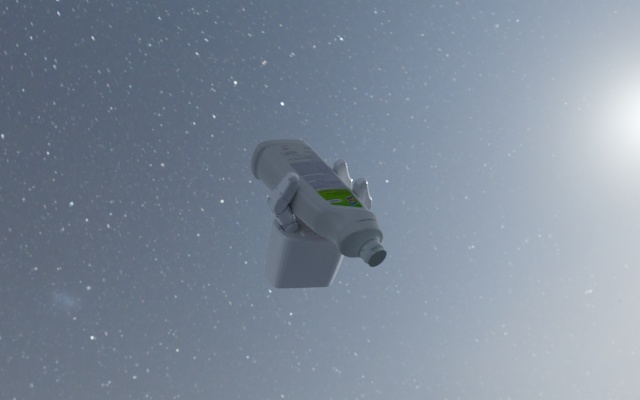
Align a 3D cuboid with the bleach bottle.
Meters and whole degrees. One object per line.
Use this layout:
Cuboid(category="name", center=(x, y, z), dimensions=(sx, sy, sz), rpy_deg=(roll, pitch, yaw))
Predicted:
Cuboid(category="bleach bottle", center=(0.000, 0.002, 0.672), dimensions=(0.102, 0.068, 0.250), rpy_deg=(-9, 40, -34))
